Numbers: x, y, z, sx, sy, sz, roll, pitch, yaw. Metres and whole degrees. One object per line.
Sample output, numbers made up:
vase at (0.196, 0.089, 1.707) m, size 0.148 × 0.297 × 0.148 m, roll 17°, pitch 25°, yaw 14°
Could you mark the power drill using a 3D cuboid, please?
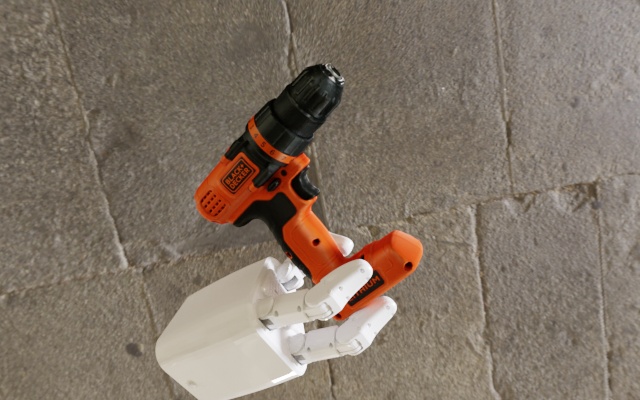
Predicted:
power drill at (0.000, 0.002, 0.422) m, size 0.184 × 0.187 × 0.057 m, roll -43°, pitch 3°, yaw 29°
